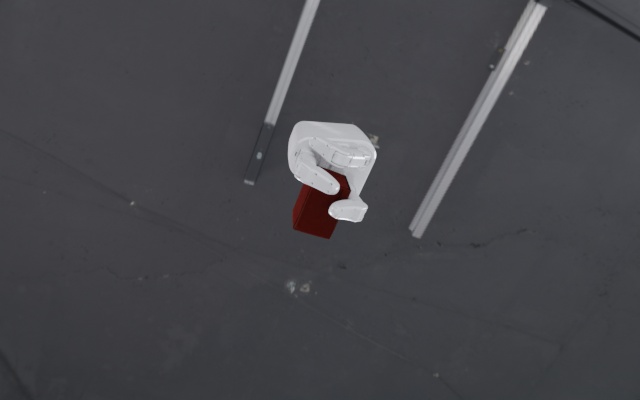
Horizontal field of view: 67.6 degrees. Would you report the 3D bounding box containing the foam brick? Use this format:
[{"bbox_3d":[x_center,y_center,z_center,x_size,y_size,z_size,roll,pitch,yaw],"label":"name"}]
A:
[{"bbox_3d":[0.000,0.002,0.632,0.053,0.078,0.051,19,21,-14],"label":"foam brick"}]
